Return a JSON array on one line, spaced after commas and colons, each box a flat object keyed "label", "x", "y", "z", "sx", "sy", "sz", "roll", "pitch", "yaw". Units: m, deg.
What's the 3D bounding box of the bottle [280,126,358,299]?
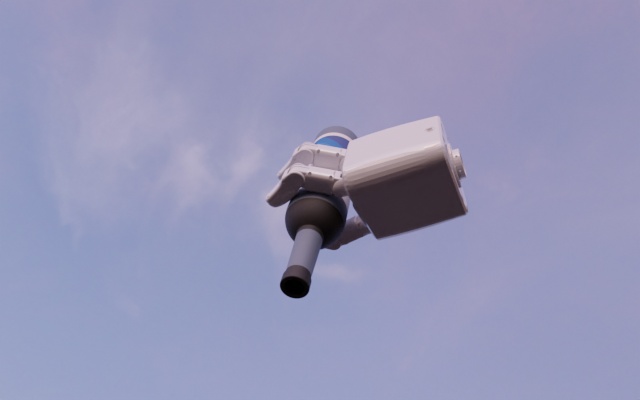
[{"label": "bottle", "x": 0.000, "y": 0.002, "z": 0.552, "sx": 0.069, "sy": 0.069, "sz": 0.295, "roll": 0, "pitch": 31, "yaw": 11}]
